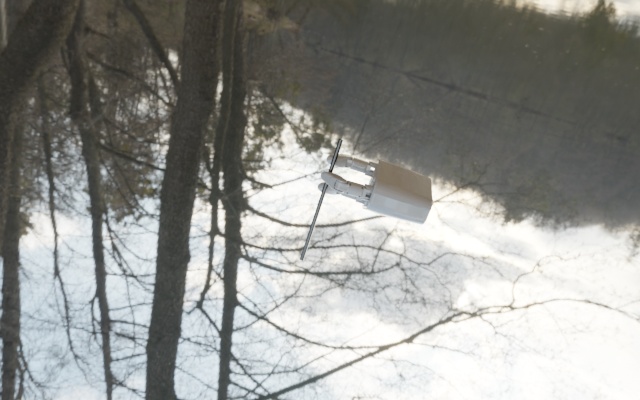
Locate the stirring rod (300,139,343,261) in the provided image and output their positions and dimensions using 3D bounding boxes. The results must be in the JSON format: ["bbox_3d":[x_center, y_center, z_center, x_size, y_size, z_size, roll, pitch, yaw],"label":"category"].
[{"bbox_3d":[0.000,0.003,0.871,0.011,0.239,0.011,17,17,-5],"label":"stirring rod"}]
